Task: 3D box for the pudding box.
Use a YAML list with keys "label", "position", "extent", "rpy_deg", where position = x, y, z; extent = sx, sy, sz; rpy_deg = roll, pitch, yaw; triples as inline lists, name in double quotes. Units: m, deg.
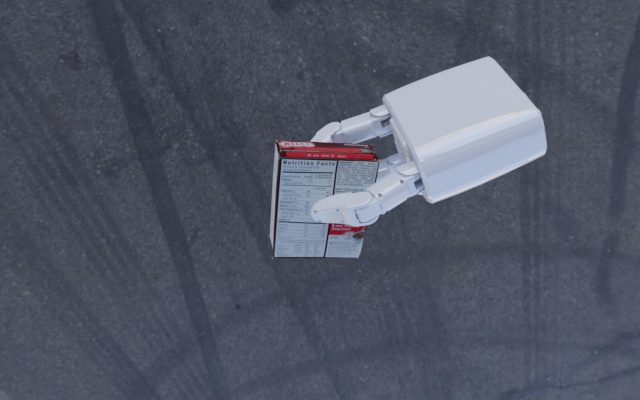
- label: "pudding box"
  position: [0.000, 0.002, 0.444]
  extent: [0.090, 0.114, 0.039]
  rpy_deg: [2, 30, -9]
